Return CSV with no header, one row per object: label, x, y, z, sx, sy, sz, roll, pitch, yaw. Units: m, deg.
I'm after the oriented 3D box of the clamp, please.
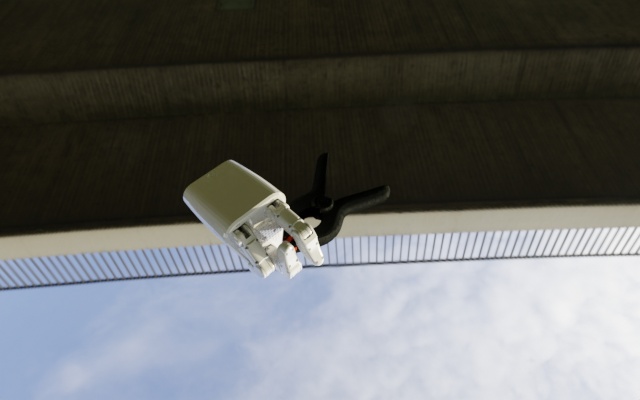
clamp,0.000,0.003,0.662,0.171,0.039,0.120,-37,55,-26
